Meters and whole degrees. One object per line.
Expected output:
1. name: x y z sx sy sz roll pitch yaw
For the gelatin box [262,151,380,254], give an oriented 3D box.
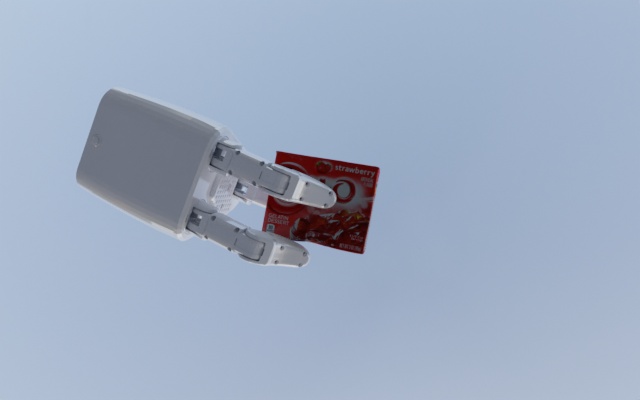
1. gelatin box: 0.000 0.001 0.403 0.089 0.073 0.030 11 -2 7
